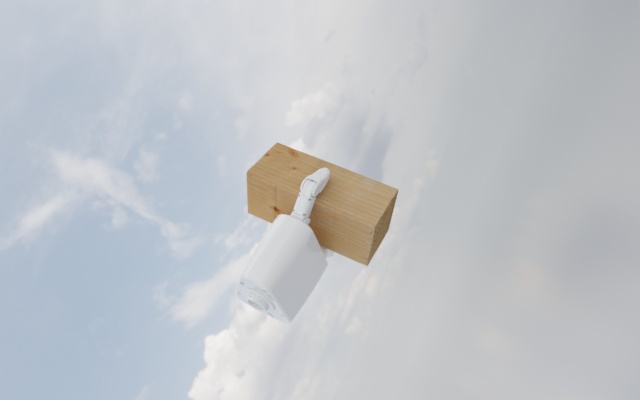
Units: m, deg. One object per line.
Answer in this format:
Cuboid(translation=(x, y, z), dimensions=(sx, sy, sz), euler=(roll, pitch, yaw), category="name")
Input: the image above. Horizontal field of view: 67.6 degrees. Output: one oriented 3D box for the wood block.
Cuboid(translation=(0.000, 0.002, 0.720), dimensions=(0.206, 0.091, 0.090), euler=(23, 46, 17), category="wood block")
